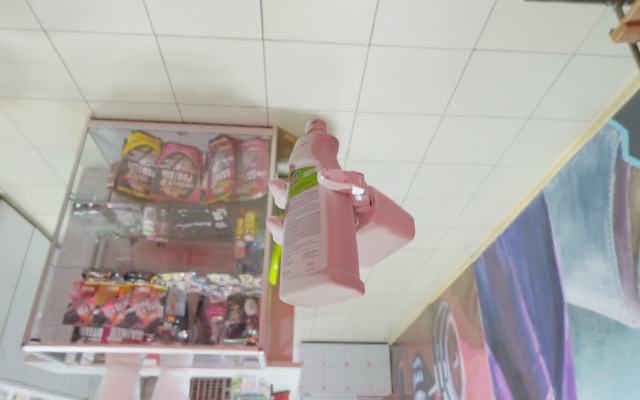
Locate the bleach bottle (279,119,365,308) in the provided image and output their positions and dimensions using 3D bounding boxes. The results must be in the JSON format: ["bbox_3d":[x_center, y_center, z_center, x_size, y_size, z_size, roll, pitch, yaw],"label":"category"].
[{"bbox_3d":[0.000,0.002,0.606,0.102,0.250,0.068,-22,-35,35],"label":"bleach bottle"}]
